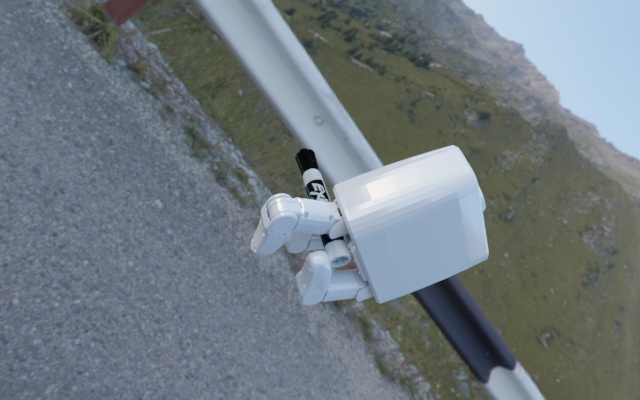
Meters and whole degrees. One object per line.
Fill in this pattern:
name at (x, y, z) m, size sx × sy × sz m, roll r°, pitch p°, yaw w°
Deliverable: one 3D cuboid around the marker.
marker at (0.000, 0.001, 0.412) m, size 0.020 × 0.121 × 0.020 m, roll -12°, pitch -35°, yaw -9°
